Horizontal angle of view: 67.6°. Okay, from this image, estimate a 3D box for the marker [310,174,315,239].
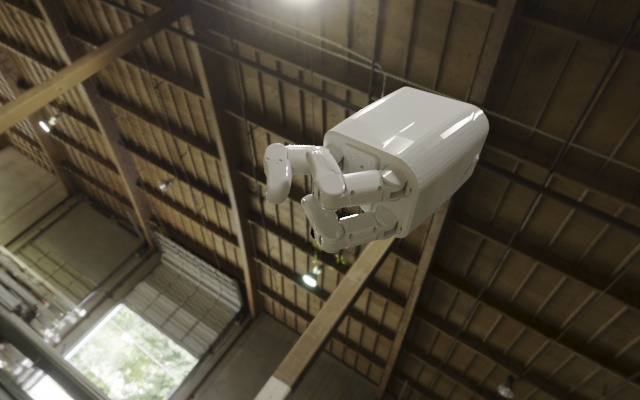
[{"bbox_3d":[0.000,0.002,0.460,0.020,0.020,0.121,0,-37,-1],"label":"marker"}]
